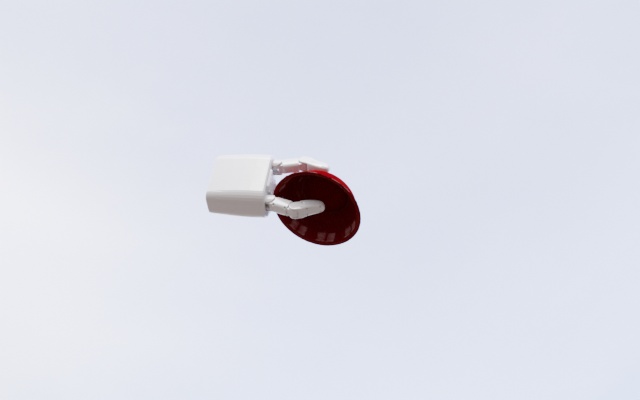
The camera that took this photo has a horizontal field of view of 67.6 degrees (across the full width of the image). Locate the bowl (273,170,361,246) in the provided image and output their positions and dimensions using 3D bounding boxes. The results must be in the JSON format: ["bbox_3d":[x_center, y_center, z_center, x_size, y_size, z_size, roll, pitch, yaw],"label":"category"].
[{"bbox_3d":[0.002,0.003,0.845,0.162,0.162,0.055,0,36,24],"label":"bowl"}]
